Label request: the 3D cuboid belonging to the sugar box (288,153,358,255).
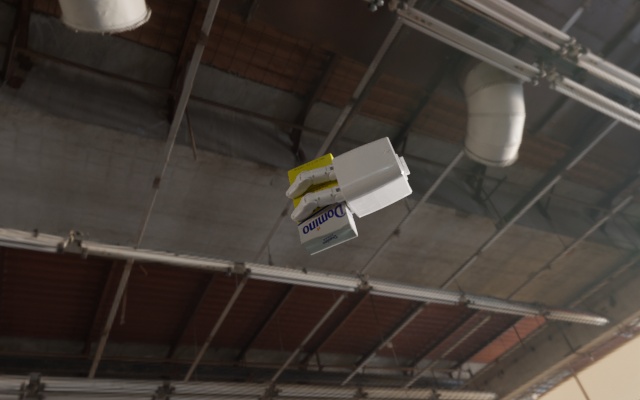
[{"bbox_3d":[0.000,0.002,0.857,0.093,0.176,0.048,-23,-44,10],"label":"sugar box"}]
